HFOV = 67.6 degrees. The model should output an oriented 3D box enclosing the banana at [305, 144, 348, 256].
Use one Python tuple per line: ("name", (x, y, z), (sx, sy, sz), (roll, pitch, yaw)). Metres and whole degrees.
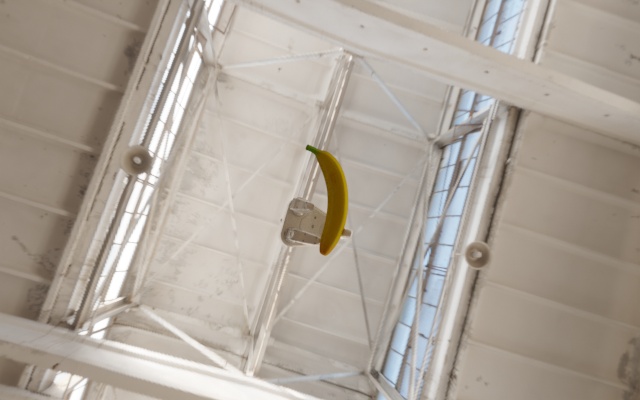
("banana", (0.018, -0.003, 0.852), (0.069, 0.198, 0.037), (-9, 0, -14))
